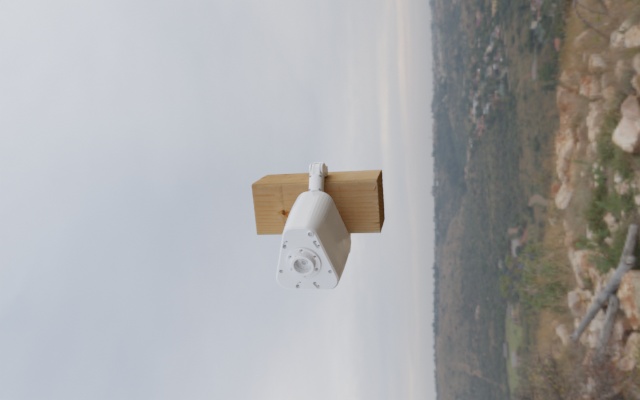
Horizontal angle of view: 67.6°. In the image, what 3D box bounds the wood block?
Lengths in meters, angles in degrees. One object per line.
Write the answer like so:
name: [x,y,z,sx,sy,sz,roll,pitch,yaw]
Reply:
wood block: [0.000,0.002,0.804,0.206,0.091,0.090,-2,13,13]
